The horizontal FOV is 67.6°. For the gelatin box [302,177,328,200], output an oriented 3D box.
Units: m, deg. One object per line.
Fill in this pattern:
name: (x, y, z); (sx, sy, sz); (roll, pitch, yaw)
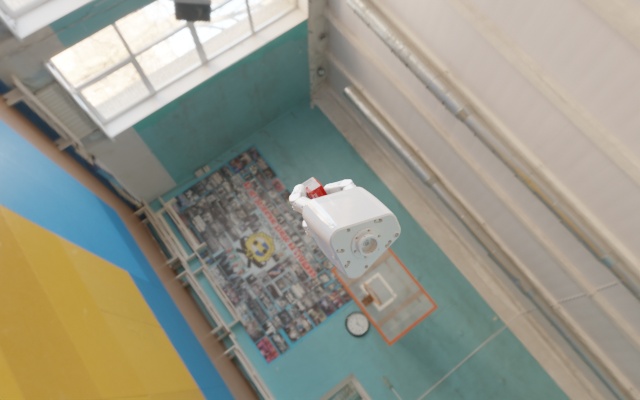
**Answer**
gelatin box: (0.000, 0.002, 0.844); (0.030, 0.073, 0.089); (-31, 16, -3)
